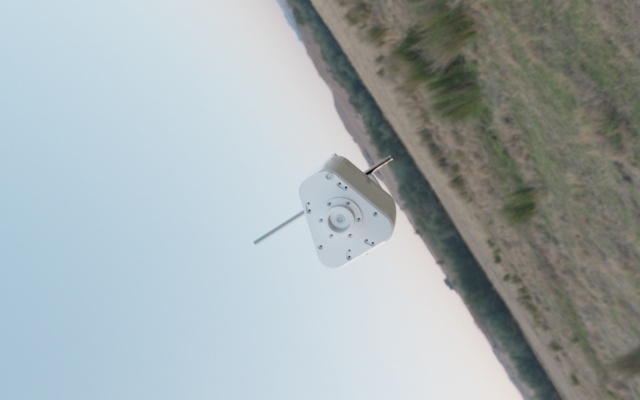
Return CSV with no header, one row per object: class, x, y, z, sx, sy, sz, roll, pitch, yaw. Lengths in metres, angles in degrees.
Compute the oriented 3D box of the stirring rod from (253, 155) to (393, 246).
stirring rod,0.000,0.002,0.695,0.239,0.011,0.011,-32,-8,13
